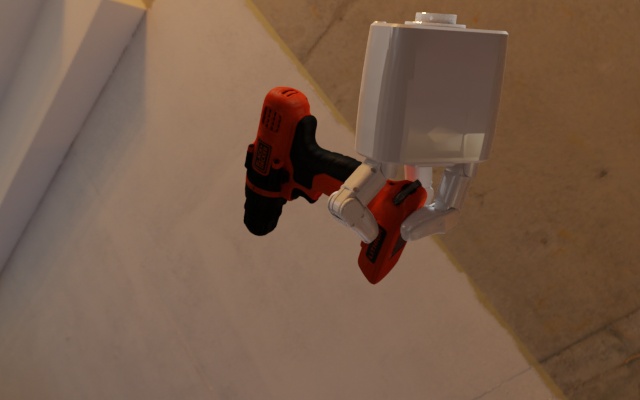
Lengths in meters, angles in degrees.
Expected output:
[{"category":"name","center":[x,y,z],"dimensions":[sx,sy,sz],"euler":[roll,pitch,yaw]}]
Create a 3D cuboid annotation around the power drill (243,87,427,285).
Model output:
[{"category":"power drill","center":[0.001,0.002,0.487],"dimensions":[0.187,0.185,0.057],"euler":[33,41,19]}]
